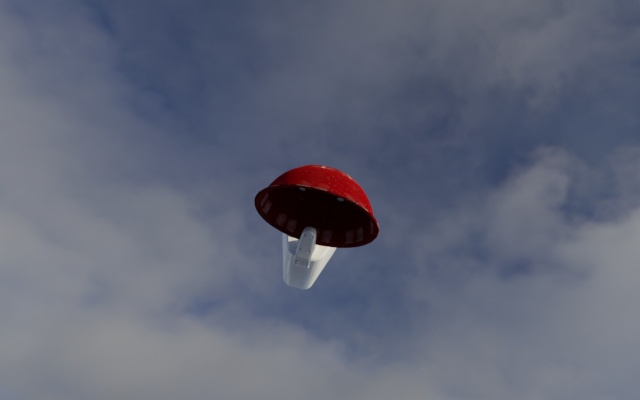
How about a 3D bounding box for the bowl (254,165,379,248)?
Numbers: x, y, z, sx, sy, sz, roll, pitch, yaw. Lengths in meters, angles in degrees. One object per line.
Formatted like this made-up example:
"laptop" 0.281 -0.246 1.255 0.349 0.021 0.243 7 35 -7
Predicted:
"bowl" 0.001 0.001 0.612 0.162 0.055 0.162 13 -27 6
